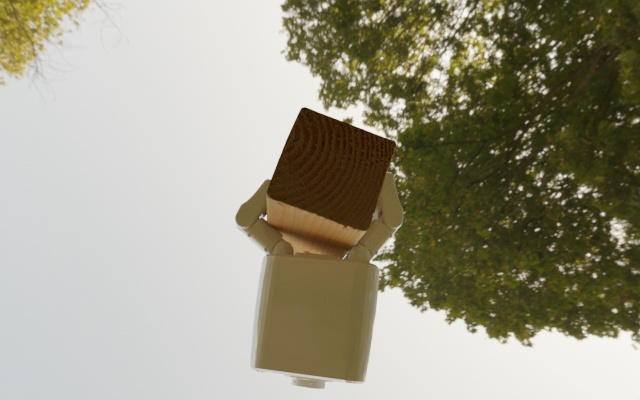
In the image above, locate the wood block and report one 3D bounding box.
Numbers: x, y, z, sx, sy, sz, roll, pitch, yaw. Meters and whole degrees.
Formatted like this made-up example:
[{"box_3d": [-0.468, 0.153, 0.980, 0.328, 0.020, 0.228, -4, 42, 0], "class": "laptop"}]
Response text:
[{"box_3d": [0.000, 0.002, 0.495, 0.091, 0.090, 0.206, 20, -18, 0], "class": "wood block"}]
